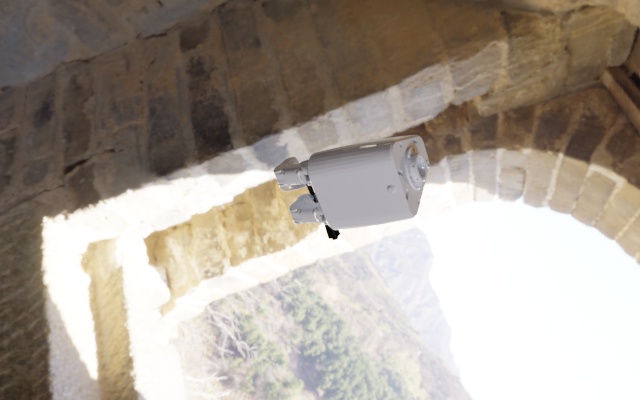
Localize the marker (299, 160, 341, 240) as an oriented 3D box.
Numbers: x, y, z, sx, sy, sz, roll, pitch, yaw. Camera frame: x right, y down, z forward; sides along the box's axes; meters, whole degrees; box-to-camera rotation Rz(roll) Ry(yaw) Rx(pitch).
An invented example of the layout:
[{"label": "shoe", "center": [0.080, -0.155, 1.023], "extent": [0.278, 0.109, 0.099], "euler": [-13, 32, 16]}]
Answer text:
[{"label": "marker", "center": [0.000, 0.002, 0.650], "extent": [0.020, 0.121, 0.020], "euler": [-19, 21, 8]}]
